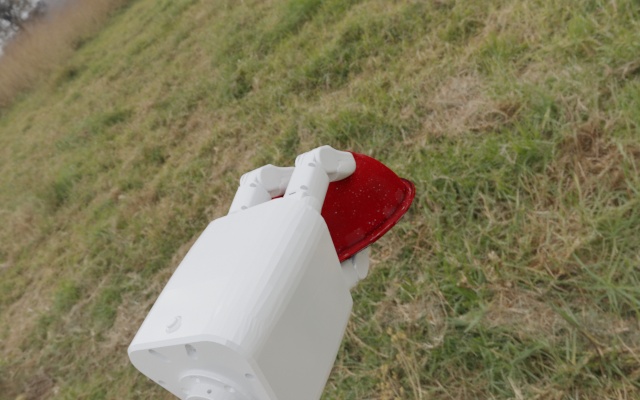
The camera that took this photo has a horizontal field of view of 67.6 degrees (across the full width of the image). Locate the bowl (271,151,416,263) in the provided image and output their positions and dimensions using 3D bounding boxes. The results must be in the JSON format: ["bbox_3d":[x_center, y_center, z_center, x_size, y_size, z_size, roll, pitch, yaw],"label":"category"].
[{"bbox_3d":[0.000,0.000,0.430,0.162,0.055,0.162,-27,16,8],"label":"bowl"}]
